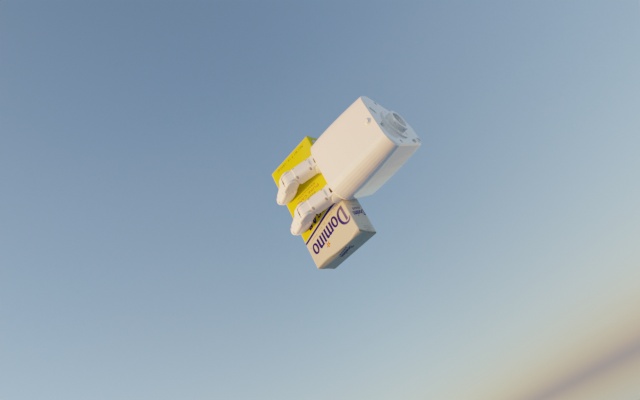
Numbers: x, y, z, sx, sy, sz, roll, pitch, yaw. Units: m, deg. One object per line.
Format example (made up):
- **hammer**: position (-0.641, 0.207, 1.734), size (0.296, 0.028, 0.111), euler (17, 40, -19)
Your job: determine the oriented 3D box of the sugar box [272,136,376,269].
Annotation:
- **sugar box**: position (0.000, 0.002, 0.697), size (0.048, 0.176, 0.093), euler (10, -47, -47)
